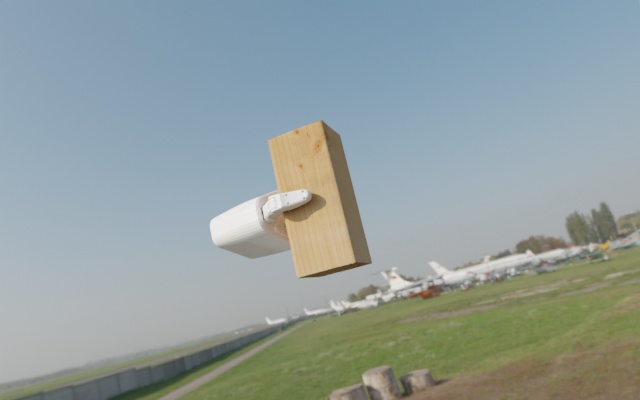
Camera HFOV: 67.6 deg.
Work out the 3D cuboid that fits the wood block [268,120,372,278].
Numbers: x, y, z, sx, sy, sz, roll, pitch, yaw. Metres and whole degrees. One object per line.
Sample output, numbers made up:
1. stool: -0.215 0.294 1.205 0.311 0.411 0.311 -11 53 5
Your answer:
1. wood block: 0.000 0.002 0.700 0.090 0.206 0.091 -18 -13 18
